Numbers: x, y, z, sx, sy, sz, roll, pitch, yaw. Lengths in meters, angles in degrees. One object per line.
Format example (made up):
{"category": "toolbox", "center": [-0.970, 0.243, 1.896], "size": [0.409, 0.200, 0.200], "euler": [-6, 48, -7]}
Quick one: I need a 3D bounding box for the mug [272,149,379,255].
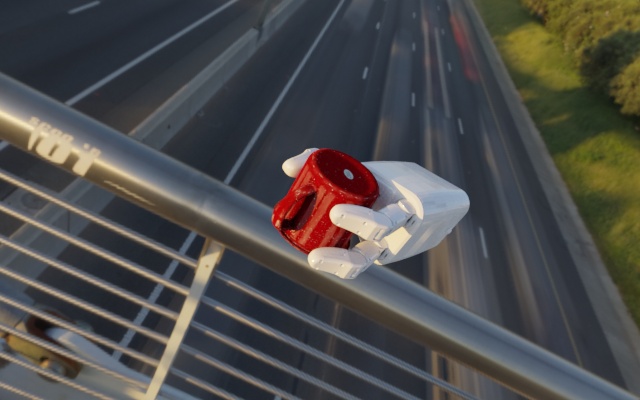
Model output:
{"category": "mug", "center": [-0.001, 0.002, 0.490], "size": [0.117, 0.081, 0.093], "euler": [-9, 50, -45]}
